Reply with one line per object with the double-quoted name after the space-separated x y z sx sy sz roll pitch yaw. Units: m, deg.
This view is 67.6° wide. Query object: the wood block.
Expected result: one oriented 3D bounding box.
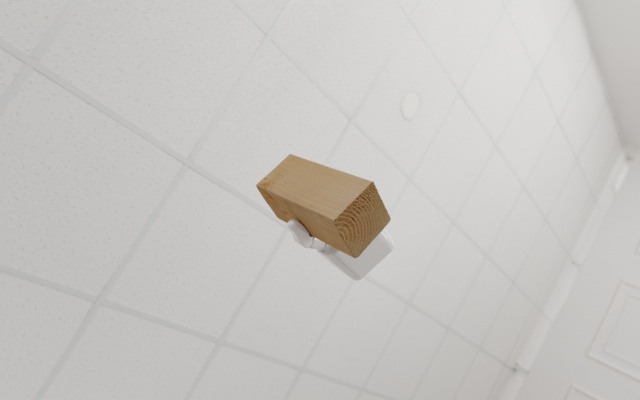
0.000 0.003 0.782 0.091 0.090 0.206 -46 40 -19 "wood block"
